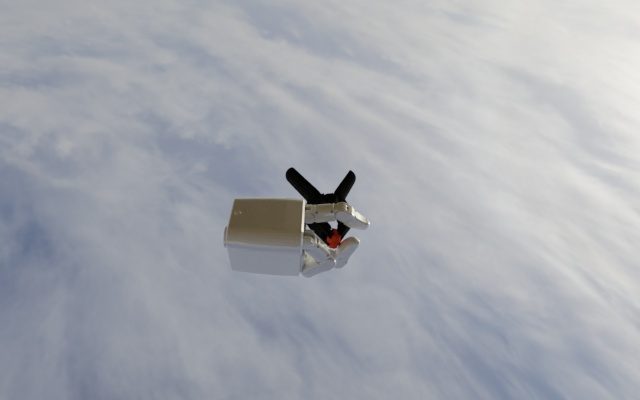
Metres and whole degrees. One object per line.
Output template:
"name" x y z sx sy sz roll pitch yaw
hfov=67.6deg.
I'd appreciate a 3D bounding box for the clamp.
"clamp" 0.000 0.003 0.762 0.120 0.039 0.171 3 40 -2
